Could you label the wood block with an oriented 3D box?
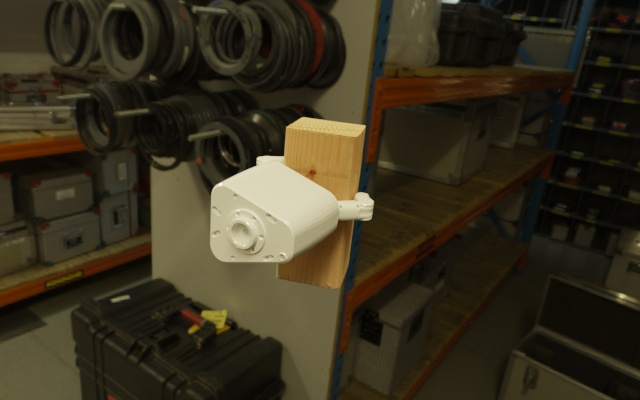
[{"bbox_3d":[0.000,0.002,0.643,0.091,0.206,0.090,9,20,10],"label":"wood block"}]
